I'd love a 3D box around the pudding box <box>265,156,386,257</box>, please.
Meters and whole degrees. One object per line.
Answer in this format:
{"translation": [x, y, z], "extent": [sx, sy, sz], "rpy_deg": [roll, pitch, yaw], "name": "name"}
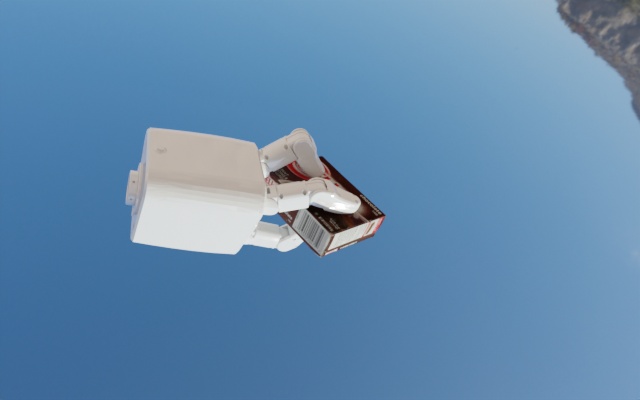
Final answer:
{"translation": [0.000, 0.002, 0.514], "extent": [0.090, 0.039, 0.113], "rpy_deg": [-16, 54, -45], "name": "pudding box"}
